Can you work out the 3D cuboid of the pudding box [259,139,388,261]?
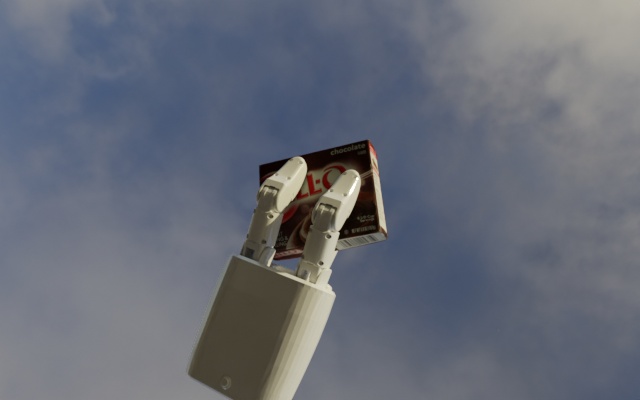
[{"bbox_3d":[0.000,0.002,0.439,0.113,0.090,0.039,-11,-23,15],"label":"pudding box"}]
